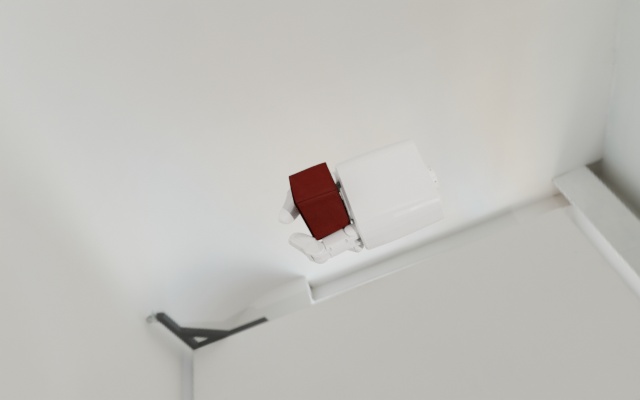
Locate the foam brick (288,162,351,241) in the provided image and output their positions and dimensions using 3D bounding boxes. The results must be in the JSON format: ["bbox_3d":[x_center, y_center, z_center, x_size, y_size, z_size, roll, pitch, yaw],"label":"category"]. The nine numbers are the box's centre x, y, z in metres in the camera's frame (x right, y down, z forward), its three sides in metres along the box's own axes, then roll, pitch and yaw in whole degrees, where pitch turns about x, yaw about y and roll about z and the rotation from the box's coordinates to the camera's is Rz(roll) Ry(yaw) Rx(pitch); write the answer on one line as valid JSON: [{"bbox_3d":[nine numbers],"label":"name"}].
[{"bbox_3d":[0.000,0.002,0.587,0.051,0.053,0.078,-21,-44,5],"label":"foam brick"}]
